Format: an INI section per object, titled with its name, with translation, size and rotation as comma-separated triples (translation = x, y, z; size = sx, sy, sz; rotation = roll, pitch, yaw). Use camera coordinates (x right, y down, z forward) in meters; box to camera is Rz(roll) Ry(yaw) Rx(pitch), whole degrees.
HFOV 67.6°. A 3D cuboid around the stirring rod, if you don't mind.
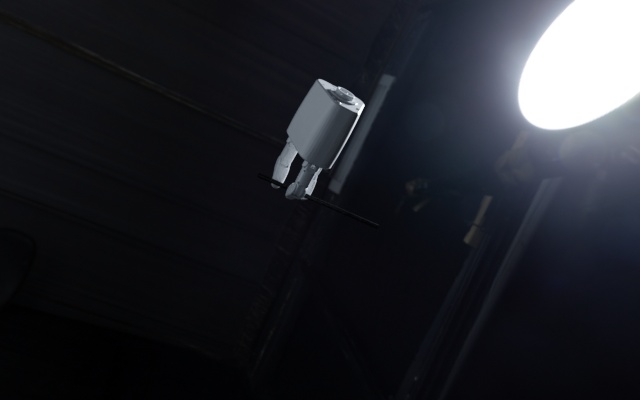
[stirring rod]
translation = 0.000, 0.003, 0.846
size = 0.239, 0.011, 0.011
rotation = 24, -7, -17
